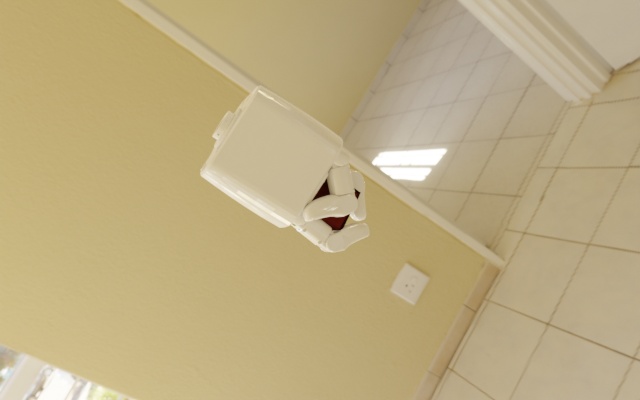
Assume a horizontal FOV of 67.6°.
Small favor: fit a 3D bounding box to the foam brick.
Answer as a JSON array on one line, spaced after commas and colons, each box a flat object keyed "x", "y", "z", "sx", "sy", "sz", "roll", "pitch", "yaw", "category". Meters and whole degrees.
[{"x": 0.000, "y": 0.002, "z": 0.561, "sx": 0.051, "sy": 0.053, "sz": 0.078, "roll": 33, "pitch": -17, "yaw": -18, "category": "foam brick"}]
